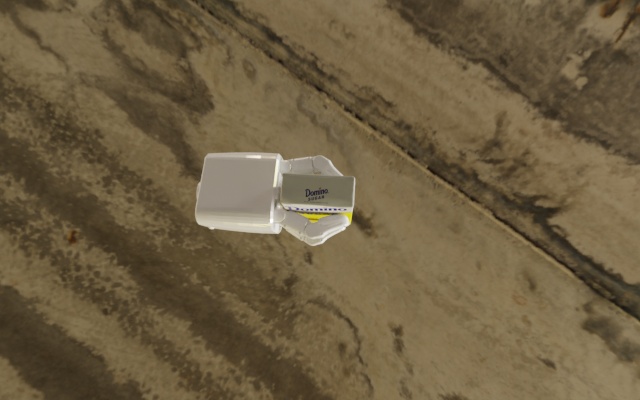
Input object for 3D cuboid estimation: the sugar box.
[{"bbox_3d":[0.000,0.003,0.672,0.093,0.048,0.176,3,-7,4],"label":"sugar box"}]
